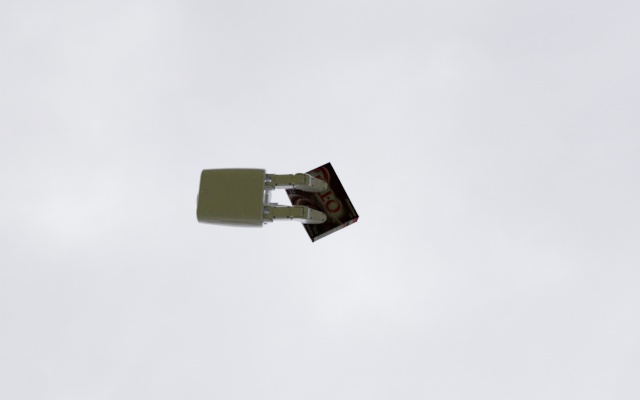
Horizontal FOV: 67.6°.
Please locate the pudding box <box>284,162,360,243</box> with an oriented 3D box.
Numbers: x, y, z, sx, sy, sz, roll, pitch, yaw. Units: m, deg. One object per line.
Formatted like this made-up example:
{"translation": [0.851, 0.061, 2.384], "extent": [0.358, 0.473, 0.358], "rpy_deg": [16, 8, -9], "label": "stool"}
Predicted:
{"translation": [0.000, 0.003, 0.803], "extent": [0.090, 0.113, 0.039], "rpy_deg": [-25, -15, -8], "label": "pudding box"}
